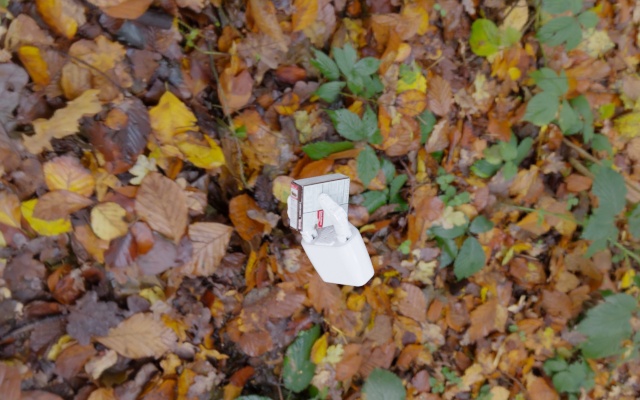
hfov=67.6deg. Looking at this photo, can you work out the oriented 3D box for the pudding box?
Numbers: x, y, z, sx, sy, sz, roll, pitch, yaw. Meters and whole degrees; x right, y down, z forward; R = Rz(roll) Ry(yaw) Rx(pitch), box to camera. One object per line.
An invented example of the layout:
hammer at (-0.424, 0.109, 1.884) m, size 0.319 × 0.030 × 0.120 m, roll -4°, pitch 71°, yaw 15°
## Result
pudding box at (0.000, 0.003, 0.864) m, size 0.113 × 0.090 × 0.039 m, roll -12°, pitch 22°, yaw -38°
